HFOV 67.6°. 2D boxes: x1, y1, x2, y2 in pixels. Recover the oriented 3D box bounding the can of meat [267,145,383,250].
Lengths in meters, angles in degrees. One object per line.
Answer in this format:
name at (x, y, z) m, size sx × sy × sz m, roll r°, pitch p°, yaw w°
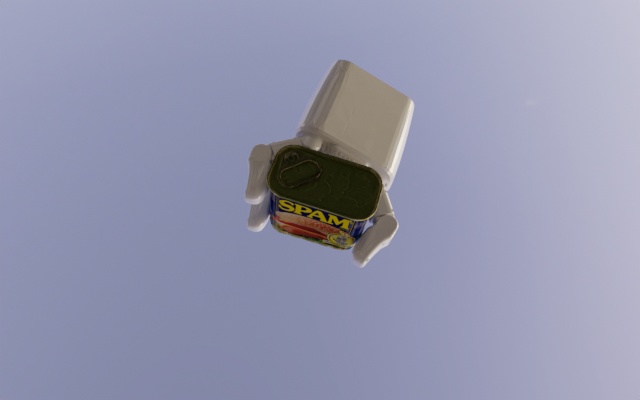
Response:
can of meat at (0.000, 0.002, 0.462) m, size 0.102 × 0.057 × 0.084 m, roll 17°, pitch -28°, yaw 2°
